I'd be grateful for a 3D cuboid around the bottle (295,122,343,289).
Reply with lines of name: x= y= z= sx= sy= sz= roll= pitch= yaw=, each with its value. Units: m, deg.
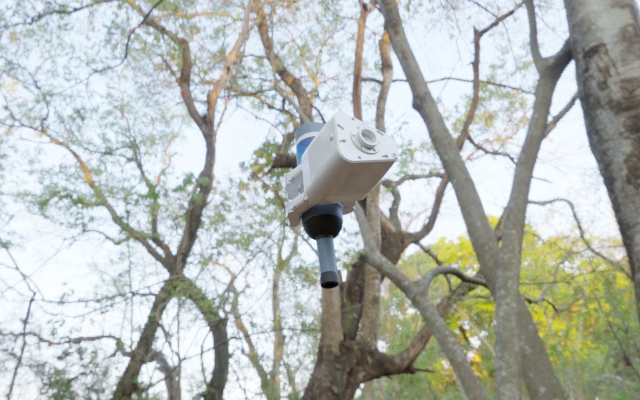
bottle: x=0.000 y=0.002 z=0.785 sx=0.069 sy=0.295 sz=0.069 roll=-4 pitch=-33 yaw=-3
